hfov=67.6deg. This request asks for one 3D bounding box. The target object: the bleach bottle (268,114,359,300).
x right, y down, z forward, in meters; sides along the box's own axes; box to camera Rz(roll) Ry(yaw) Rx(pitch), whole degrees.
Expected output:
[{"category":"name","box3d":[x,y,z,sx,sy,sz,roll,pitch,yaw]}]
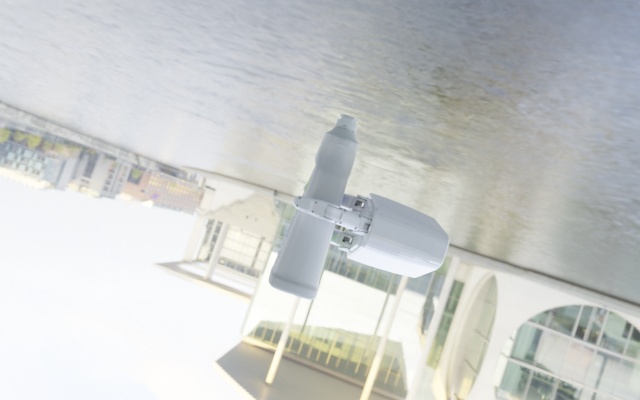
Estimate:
[{"category":"bleach bottle","box3d":[0.000,0.002,0.655,0.068,0.251,0.102,19,-3,-5]}]
